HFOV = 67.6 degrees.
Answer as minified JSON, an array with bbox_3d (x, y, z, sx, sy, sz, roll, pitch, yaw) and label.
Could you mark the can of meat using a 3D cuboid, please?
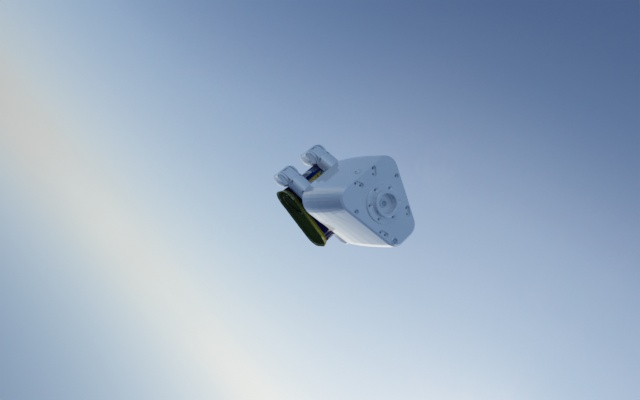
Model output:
[{"bbox_3d":[0.000,0.002,0.706,0.084,0.102,0.057,-41,12,-20],"label":"can of meat"}]
